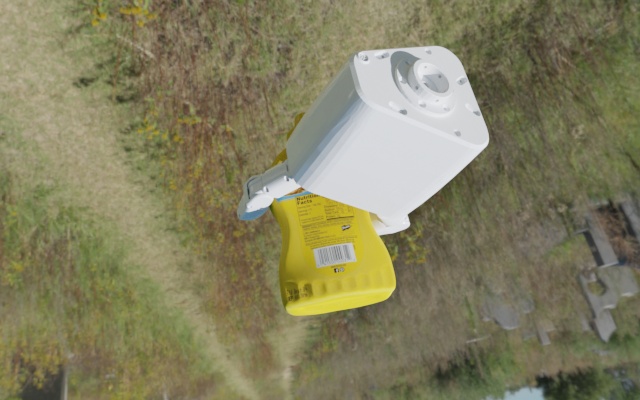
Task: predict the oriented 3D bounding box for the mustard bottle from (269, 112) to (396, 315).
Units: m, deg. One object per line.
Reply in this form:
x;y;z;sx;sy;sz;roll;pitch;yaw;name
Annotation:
0.000;0.002;0.436;0.096;0.191;0.058;-9;-25;-5;mustard bottle
